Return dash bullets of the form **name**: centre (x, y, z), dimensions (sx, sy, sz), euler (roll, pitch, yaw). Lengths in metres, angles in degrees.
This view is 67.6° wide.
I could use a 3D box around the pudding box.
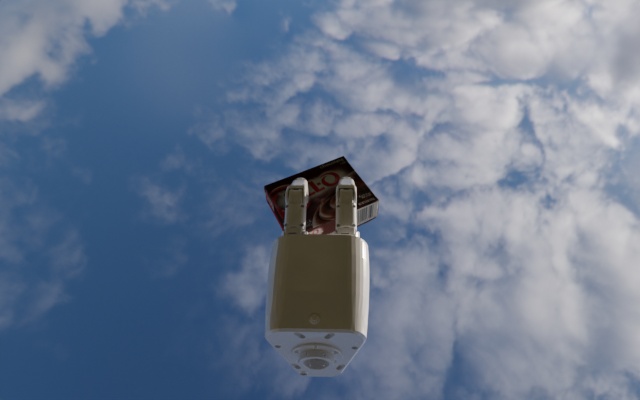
- **pudding box**: centre (0.000, 0.002, 0.575), dimensions (0.113, 0.039, 0.090), euler (-21, 50, -16)
